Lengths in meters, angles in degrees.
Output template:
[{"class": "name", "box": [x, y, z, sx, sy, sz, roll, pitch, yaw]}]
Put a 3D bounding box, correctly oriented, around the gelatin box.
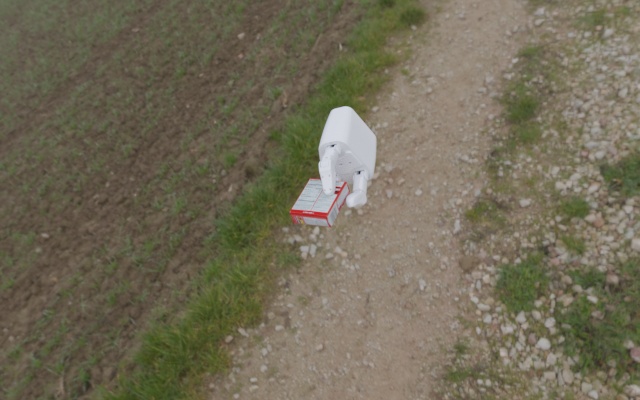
[{"class": "gelatin box", "box": [0.000, 0.003, 0.812, 0.073, 0.030, 0.089, 6, 46, 28]}]
